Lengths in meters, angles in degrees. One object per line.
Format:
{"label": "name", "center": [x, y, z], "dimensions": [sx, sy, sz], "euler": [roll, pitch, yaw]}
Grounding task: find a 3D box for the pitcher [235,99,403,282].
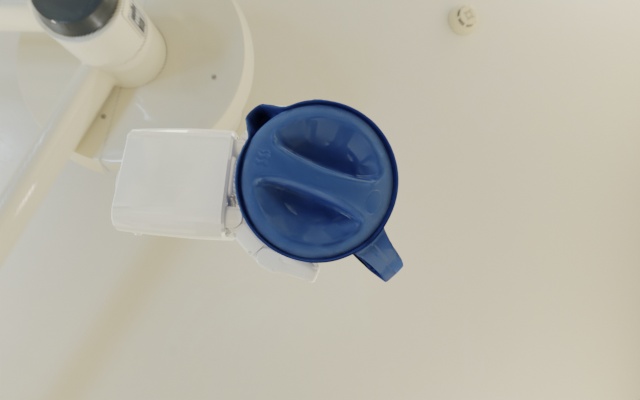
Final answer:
{"label": "pitcher", "center": [0.000, 0.002, 0.498], "dimensions": [0.145, 0.149, 0.243], "euler": [2, -5, -1]}
